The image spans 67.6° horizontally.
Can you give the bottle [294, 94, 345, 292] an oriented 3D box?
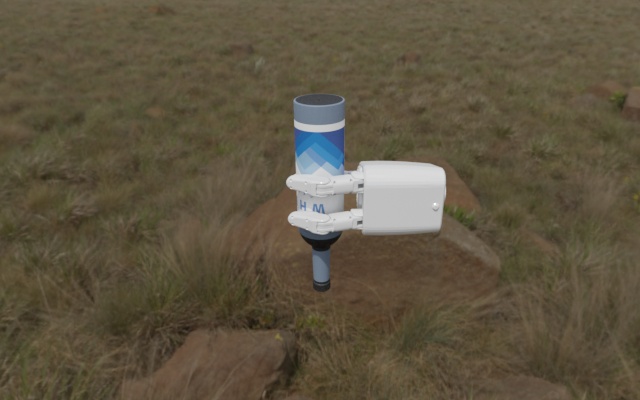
[{"bbox_3d":[0.000,0.002,0.680,0.069,0.296,0.069,-1,26,0],"label":"bottle"}]
